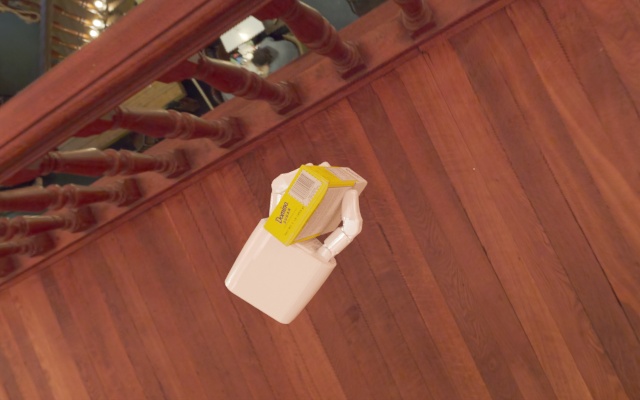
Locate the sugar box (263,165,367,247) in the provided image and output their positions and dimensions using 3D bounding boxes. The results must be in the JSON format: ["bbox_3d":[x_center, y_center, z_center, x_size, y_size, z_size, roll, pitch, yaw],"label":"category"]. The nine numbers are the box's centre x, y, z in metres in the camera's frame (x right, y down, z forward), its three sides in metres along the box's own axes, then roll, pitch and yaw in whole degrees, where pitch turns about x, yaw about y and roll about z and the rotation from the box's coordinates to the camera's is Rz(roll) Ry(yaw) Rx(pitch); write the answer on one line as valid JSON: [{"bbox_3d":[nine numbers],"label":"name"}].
[{"bbox_3d":[0.000,0.002,0.628,0.048,0.093,0.176,37,13,12],"label":"sugar box"}]
